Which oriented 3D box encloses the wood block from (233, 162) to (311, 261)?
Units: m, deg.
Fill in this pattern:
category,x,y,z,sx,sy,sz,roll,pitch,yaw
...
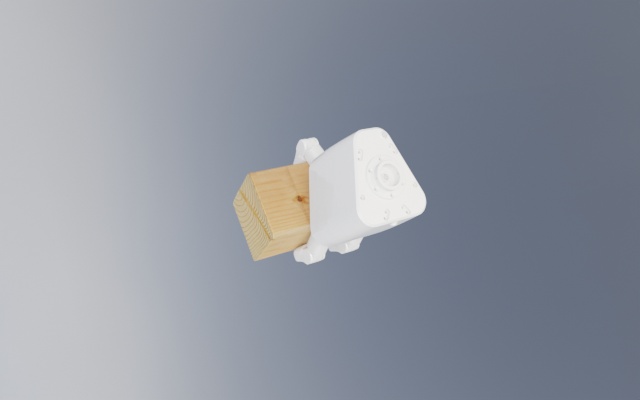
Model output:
category,x,y,z,sx,sy,sz,roll,pitch,yaw
wood block,0.000,0.002,0.652,0.206,0.090,0.090,-13,-20,-29
